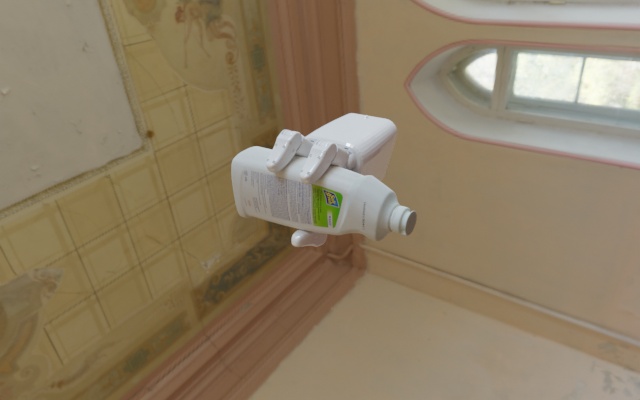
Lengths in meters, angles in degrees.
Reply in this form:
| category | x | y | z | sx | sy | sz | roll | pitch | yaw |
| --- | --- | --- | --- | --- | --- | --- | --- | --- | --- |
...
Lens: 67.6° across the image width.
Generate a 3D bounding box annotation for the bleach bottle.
| category | x | y | z | sx | sy | sz | roll | pitch | yaw |
| --- | --- | --- | --- | --- | --- | --- | --- | --- | --- |
| bleach bottle | 0.000 | 0.002 | 0.602 | 0.251 | 0.103 | 0.068 | 17 | 36 | 32 |
